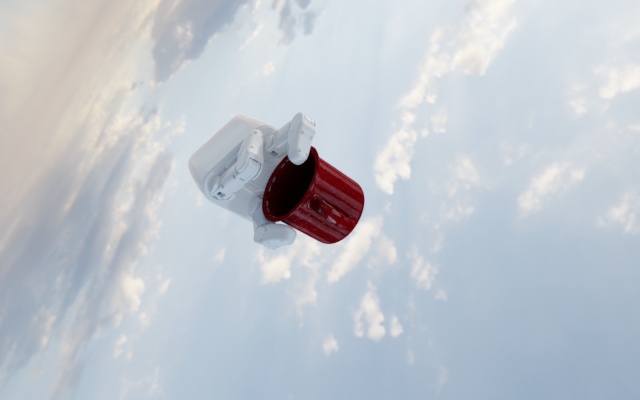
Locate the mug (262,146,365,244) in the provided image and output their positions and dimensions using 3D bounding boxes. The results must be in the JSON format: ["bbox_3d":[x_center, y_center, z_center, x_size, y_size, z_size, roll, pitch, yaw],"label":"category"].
[{"bbox_3d":[0.001,0.002,0.523,0.081,0.093,0.117,31,3,-33],"label":"mug"}]
